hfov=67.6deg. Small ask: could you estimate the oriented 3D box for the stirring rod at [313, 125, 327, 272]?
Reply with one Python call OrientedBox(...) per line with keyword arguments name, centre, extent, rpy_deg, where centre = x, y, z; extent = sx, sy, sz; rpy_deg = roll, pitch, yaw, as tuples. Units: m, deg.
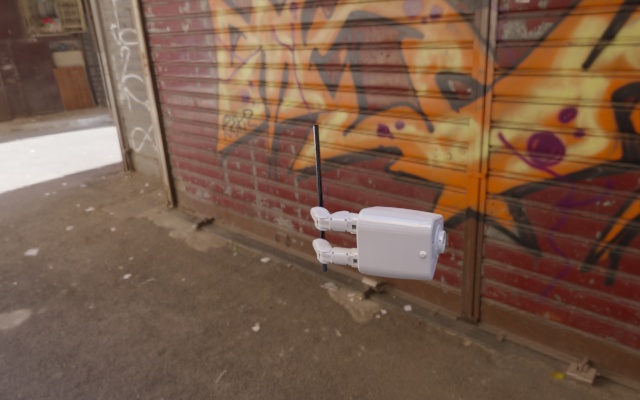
OrientedBox(name="stirring rod", centre=(0.000, 0.003, 0.745), extent=(0.011, 0.240, 0.011), rpy_deg=(-3, 19, 1))
